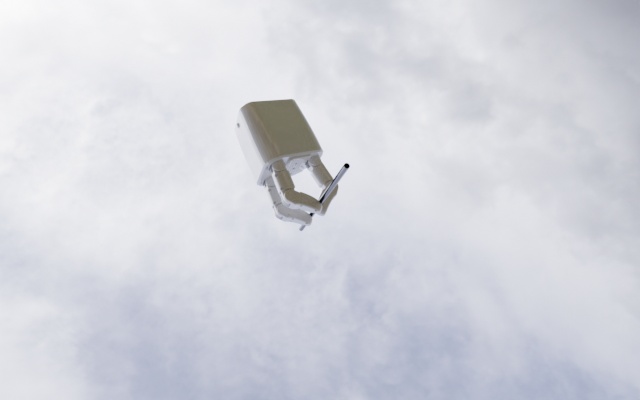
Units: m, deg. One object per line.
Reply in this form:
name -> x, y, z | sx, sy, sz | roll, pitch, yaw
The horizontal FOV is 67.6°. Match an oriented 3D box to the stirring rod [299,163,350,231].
stirring rod -> 0.000, 0.002, 0.706 | 0.011, 0.011, 0.240 | 0, -22, -17
